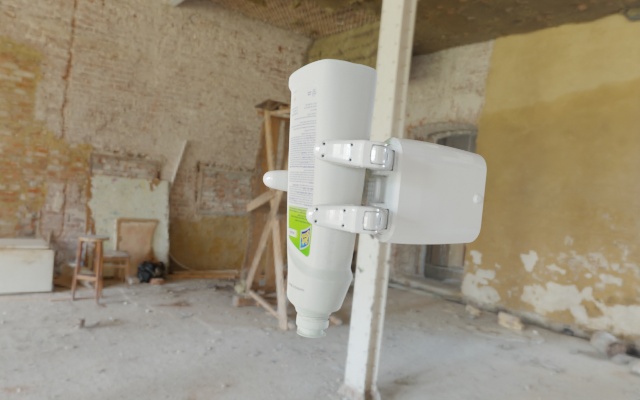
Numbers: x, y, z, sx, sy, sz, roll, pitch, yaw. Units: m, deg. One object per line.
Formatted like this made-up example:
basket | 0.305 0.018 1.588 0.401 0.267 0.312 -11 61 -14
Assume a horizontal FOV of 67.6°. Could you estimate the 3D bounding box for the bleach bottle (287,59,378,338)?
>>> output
bleach bottle | 0.000 0.001 0.460 0.068 0.251 0.102 5 2 -22
